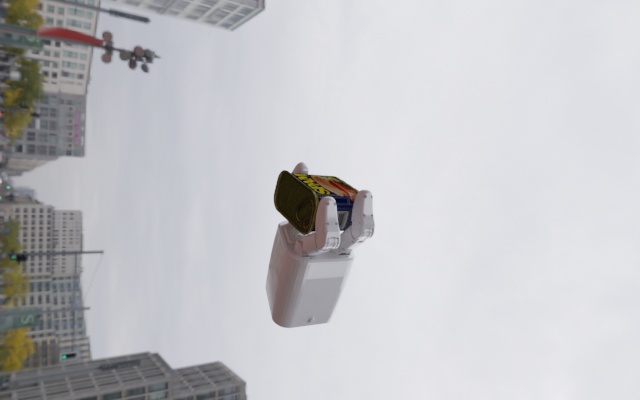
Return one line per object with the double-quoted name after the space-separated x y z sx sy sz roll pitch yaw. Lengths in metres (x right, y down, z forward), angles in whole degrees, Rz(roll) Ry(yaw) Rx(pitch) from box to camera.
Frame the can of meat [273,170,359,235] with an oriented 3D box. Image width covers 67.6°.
0.000 0.002 0.620 0.084 0.057 0.102 2 22 -34 "can of meat"
